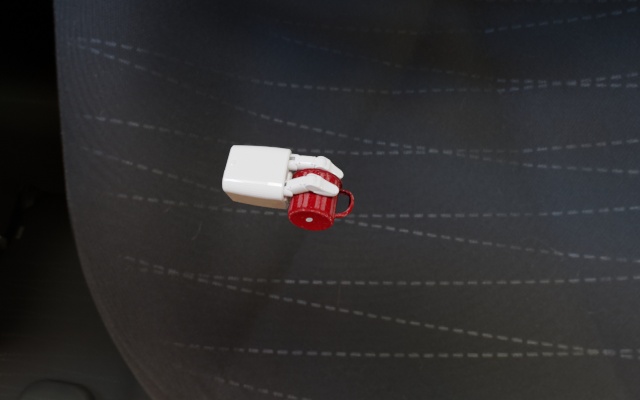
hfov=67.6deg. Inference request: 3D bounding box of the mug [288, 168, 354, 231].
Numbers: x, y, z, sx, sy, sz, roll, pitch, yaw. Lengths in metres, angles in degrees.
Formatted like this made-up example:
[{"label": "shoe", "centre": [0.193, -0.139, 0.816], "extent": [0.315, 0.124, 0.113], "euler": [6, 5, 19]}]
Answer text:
[{"label": "mug", "centre": [0.002, 0.003, 0.846], "extent": [0.117, 0.081, 0.093], "euler": [7, -29, 5]}]
